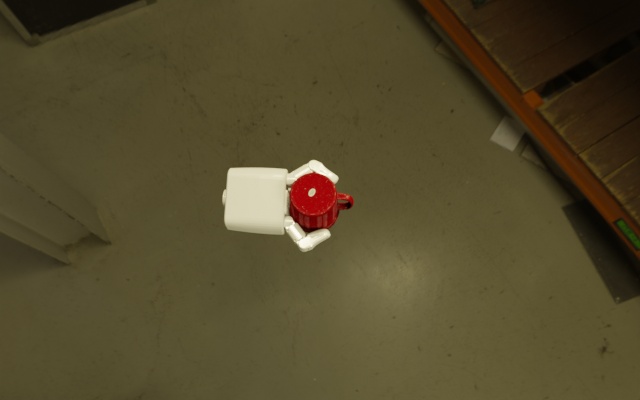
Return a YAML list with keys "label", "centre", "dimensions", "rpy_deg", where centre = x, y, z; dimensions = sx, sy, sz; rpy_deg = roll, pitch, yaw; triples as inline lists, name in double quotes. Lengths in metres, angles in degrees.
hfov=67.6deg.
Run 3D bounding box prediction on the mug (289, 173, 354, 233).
- label: "mug"
  centre: [0.002, 0.003, 0.840]
  dimensions: [0.117, 0.093, 0.081]
  rpy_deg: [2, -20, 2]
